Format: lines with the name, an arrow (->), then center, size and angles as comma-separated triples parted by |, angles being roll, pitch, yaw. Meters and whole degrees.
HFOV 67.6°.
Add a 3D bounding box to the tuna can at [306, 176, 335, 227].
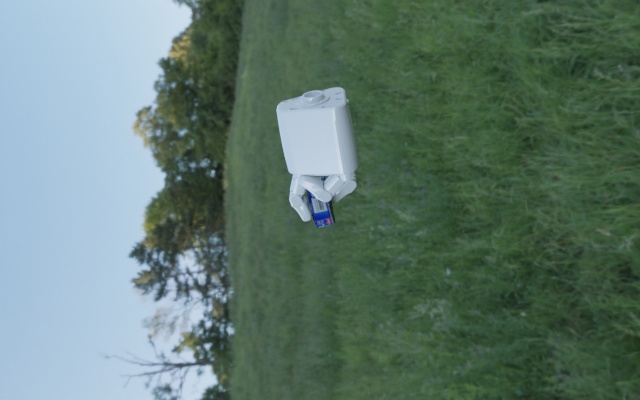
tuna can -> 0.000, 0.003, 0.823 | 0.034, 0.086, 0.086 | -12, -1, 4
